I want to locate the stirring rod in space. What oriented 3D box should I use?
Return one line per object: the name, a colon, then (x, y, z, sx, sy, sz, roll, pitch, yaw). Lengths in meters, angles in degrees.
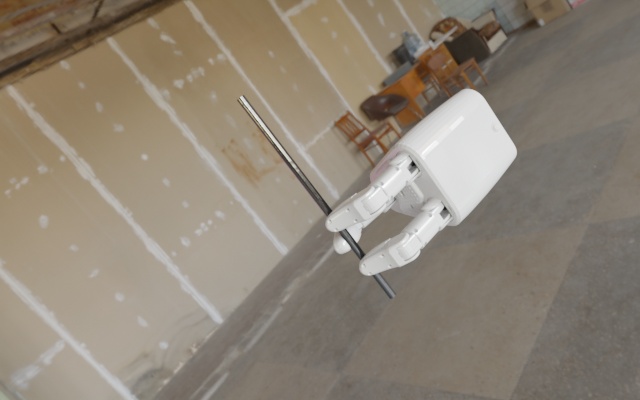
stirring rod: (0.000, 0.002, 0.451, 0.011, 0.239, 0.011, -36, 12, 8)
